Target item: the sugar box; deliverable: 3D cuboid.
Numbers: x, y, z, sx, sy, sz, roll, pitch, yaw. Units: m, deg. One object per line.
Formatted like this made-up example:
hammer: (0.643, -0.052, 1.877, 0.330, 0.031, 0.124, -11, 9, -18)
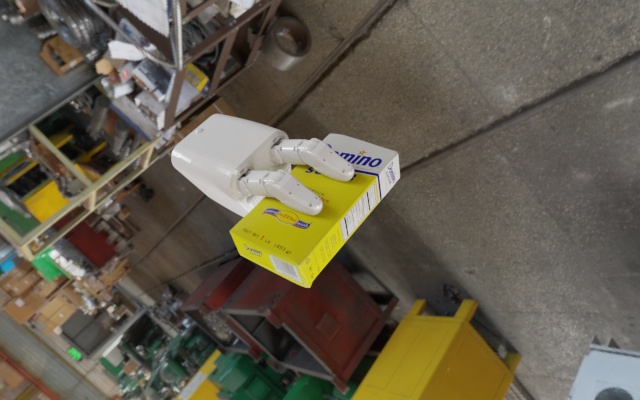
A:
sugar box: (0.000, 0.001, 0.502, 0.093, 0.048, 0.176, 21, 56, 31)
